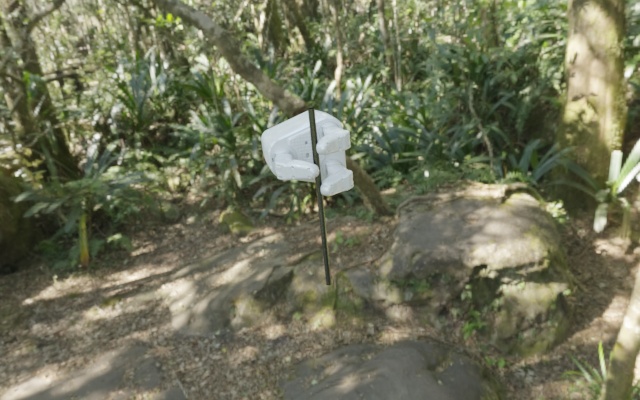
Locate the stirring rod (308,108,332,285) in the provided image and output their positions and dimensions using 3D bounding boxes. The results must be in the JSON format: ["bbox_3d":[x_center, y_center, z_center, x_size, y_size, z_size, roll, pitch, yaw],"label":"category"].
[{"bbox_3d":[0.000,0.002,0.614,0.011,0.240,0.011,-5,20,2],"label":"stirring rod"}]
